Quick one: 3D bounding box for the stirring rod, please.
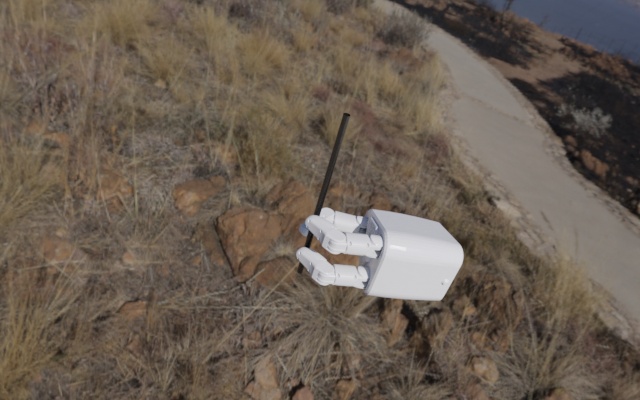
[{"bbox_3d":[0.000,0.002,0.585,0.011,0.240,0.011,11,35,-8],"label":"stirring rod"}]
